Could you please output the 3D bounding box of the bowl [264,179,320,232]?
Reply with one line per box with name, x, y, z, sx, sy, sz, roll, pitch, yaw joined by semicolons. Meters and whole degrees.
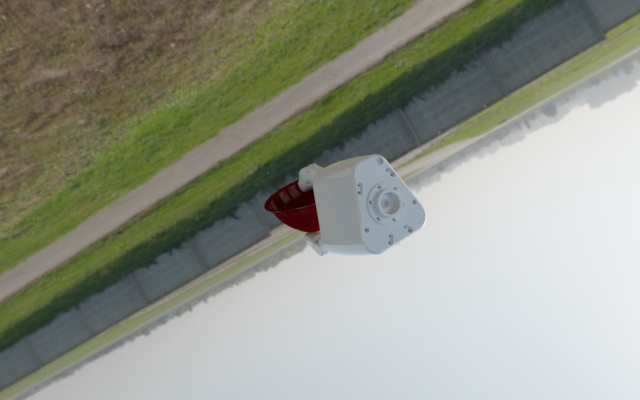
bowl;0.000;0.002;0.717;0.162;0.055;0.162;-19;17;6
